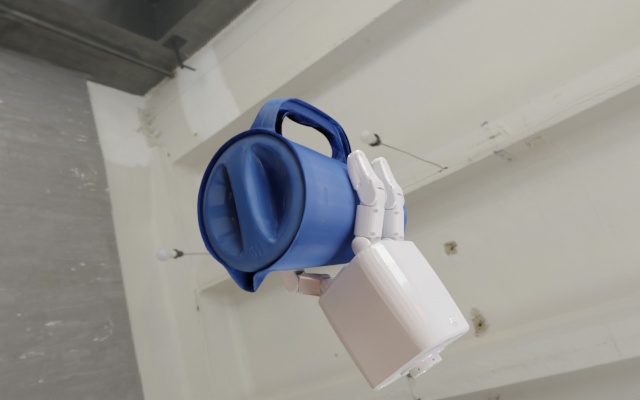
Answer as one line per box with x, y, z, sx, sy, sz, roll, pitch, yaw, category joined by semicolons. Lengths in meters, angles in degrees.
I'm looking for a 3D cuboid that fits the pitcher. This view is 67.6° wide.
0.000;0.002;0.523;0.149;0.145;0.243;-45;-28;22;pitcher
